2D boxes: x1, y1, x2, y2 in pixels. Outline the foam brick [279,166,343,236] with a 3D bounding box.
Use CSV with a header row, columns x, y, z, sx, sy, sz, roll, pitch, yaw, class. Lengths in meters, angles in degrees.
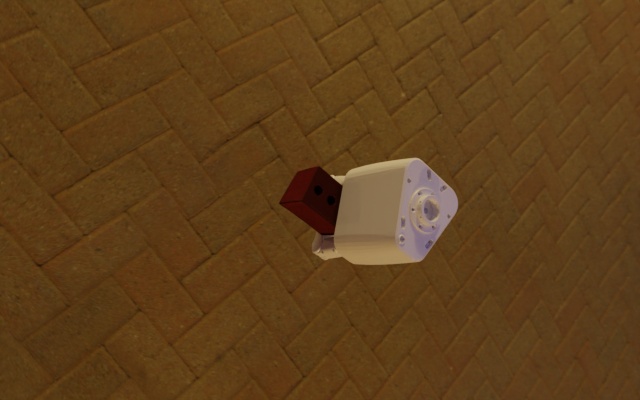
x,y,z,sx,sy,sz,roll,pitch,yaw,class
0.000,0.002,0.598,0.078,0.053,0.051,37,-24,-26,foam brick
